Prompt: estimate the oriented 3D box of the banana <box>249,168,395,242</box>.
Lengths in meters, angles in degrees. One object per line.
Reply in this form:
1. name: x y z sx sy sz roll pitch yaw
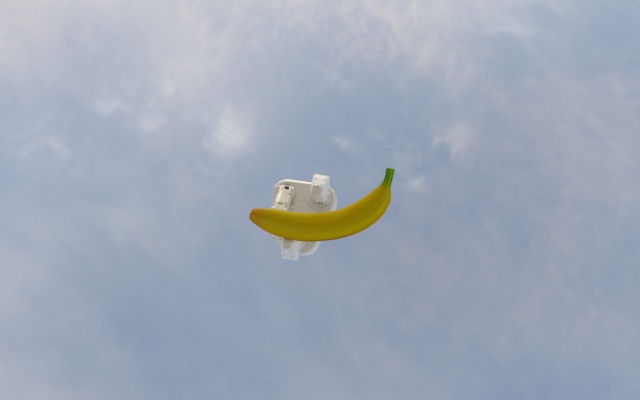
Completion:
1. banana: 0.009 0.019 0.620 0.198 0.069 0.037 -17 -8 1
